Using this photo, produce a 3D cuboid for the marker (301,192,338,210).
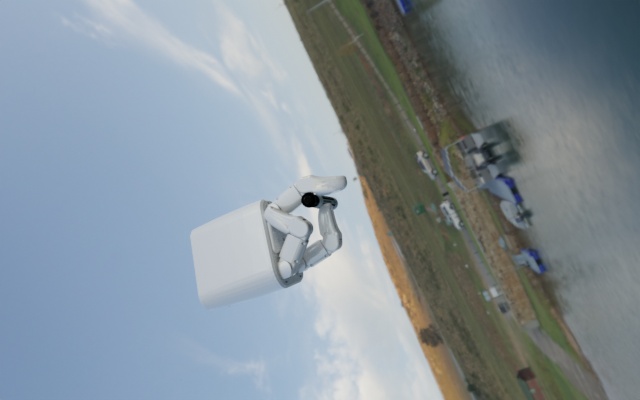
[{"bbox_3d":[0.000,0.002,0.616,0.020,0.020,0.121,0,-2,15],"label":"marker"}]
